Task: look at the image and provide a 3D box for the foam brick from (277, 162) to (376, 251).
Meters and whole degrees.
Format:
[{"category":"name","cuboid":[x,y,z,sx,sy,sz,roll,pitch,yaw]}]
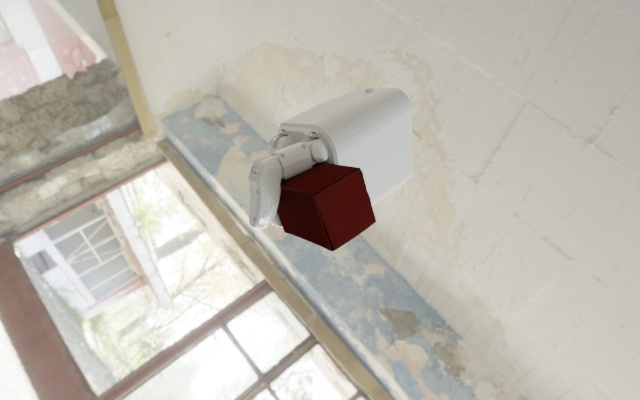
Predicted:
[{"category":"foam brick","cuboid":[0.000,0.002,0.410,0.051,0.053,0.078,-29,25,-27]}]
